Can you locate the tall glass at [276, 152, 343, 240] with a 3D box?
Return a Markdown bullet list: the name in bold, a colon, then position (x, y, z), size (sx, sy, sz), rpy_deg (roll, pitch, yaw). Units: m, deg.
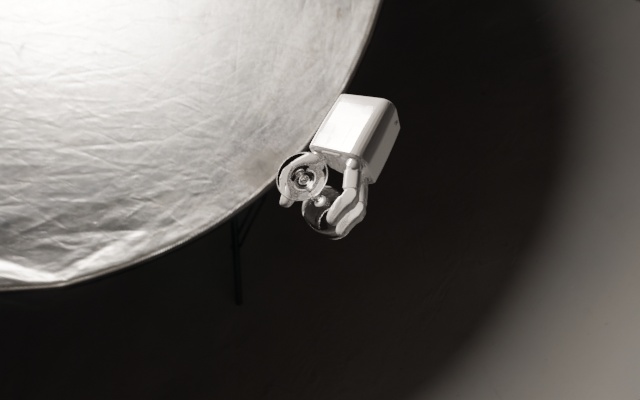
- **tall glass**: position (0.000, 0.002, 0.740), size (0.079, 0.079, 0.201), rpy_deg (0, -22, 16)
